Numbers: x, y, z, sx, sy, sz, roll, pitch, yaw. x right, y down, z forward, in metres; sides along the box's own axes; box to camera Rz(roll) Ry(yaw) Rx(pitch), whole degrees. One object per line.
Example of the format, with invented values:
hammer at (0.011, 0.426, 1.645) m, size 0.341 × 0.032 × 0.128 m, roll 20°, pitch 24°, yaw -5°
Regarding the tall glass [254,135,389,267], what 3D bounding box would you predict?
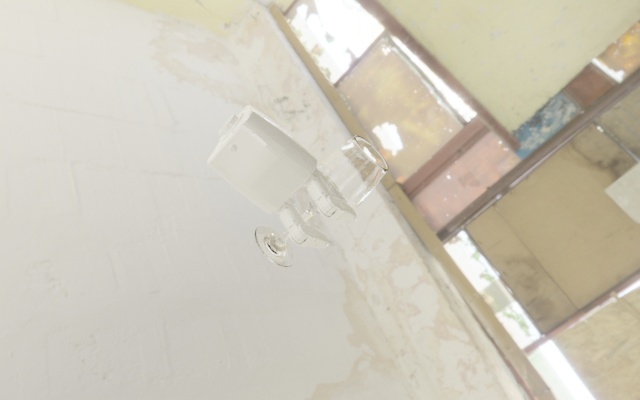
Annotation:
tall glass at (0.000, 0.003, 0.652) m, size 0.201 × 0.079 × 0.079 m, roll -44°, pitch -19°, yaw 21°
